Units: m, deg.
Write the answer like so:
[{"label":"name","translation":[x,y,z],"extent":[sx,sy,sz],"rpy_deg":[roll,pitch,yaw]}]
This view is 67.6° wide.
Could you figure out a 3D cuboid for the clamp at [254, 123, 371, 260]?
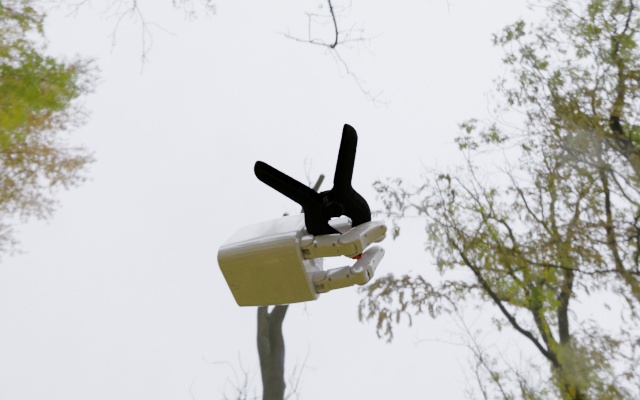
[{"label":"clamp","translation":[0.000,0.002,0.553],"extent":[0.120,0.171,0.039],"rpy_deg":[-11,29,11]}]
